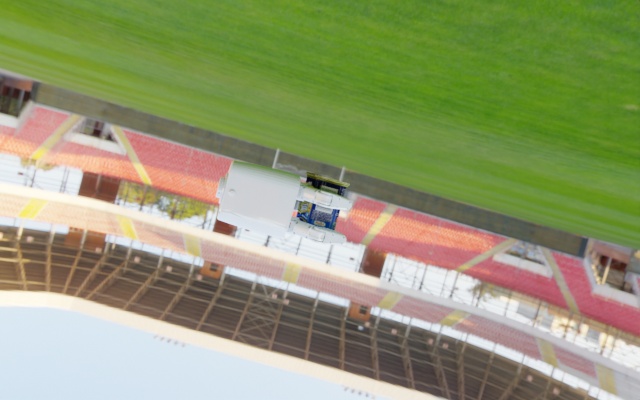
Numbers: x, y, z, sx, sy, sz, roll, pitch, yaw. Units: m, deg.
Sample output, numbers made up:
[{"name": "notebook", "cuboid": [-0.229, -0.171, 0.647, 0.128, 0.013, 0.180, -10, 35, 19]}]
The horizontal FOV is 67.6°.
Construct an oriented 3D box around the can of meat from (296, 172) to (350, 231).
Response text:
[{"name": "can of meat", "cuboid": [0.000, 0.003, 0.774, 0.057, 0.084, 0.102, 15, 3, -15]}]
